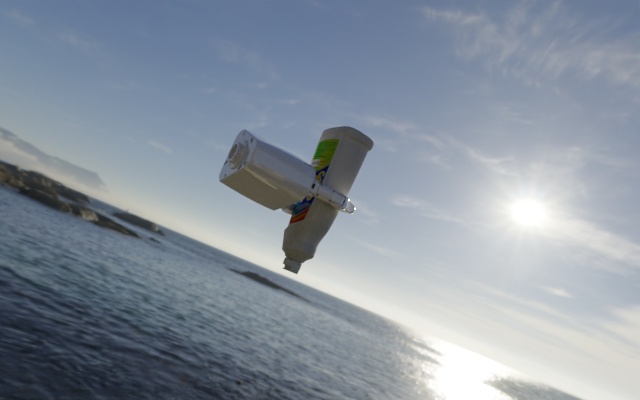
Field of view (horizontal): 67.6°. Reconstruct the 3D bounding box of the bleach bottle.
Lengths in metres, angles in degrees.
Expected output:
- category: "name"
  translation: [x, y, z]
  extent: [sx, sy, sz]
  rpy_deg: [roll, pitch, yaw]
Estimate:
- category: "bleach bottle"
  translation: [0.000, 0.003, 0.798]
  extent: [0.068, 0.251, 0.102]
  rpy_deg: [28, -11, -29]
